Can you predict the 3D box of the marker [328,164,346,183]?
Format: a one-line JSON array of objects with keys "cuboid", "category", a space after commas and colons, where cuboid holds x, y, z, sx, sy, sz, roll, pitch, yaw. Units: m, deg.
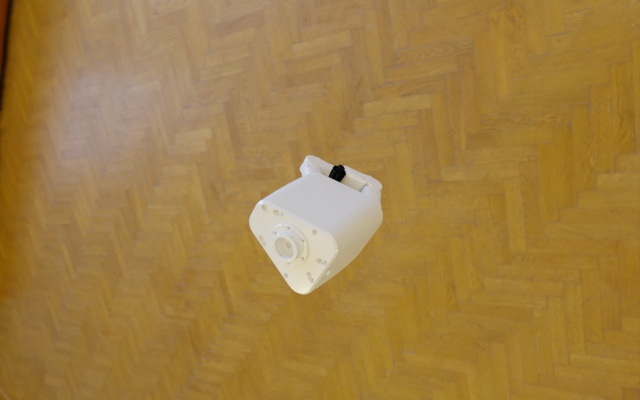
[{"cuboid": [0.000, 0.002, 0.617, 0.020, 0.121, 0.020, 21, 35, -15], "category": "marker"}]
